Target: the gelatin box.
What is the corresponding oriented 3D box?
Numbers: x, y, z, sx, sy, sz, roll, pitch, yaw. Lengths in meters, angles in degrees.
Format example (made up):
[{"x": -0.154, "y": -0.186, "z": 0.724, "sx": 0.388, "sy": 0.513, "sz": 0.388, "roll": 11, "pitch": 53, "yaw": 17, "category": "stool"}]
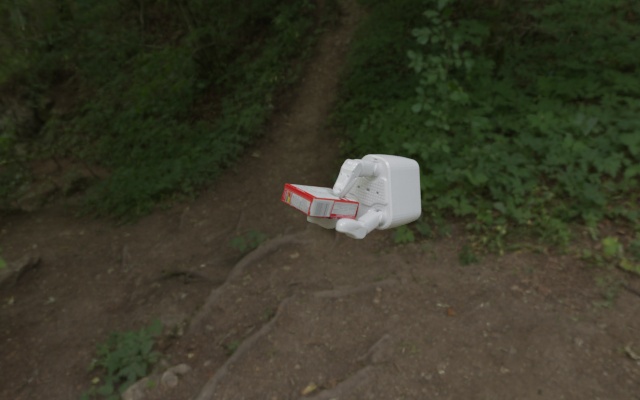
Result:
[{"x": 0.000, "y": 0.002, "z": 0.693, "sx": 0.089, "sy": 0.030, "sz": 0.073, "roll": 6, "pitch": 14, "yaw": -39, "category": "gelatin box"}]
